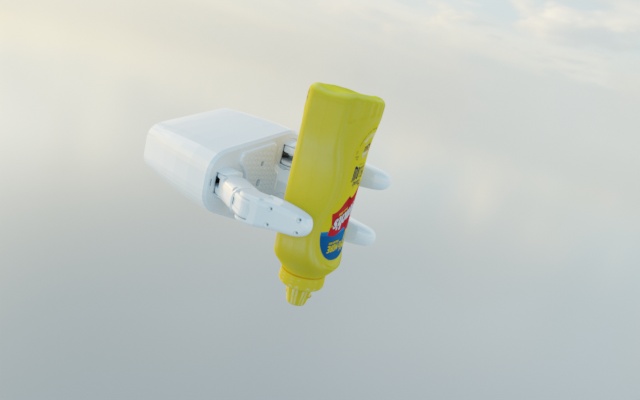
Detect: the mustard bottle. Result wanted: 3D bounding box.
[{"bbox_3d":[0.000,0.001,0.404,0.058,0.192,0.096,19,16,14],"label":"mustard bottle"}]
